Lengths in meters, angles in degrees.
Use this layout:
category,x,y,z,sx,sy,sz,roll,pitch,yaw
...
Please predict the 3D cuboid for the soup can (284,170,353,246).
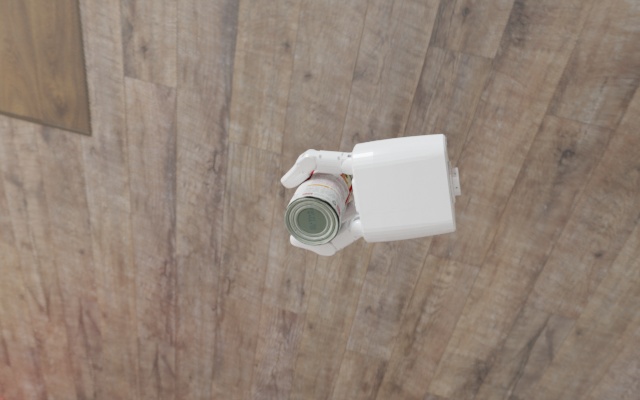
category,x,y,z,sx,sy,sz,roll,pitch,yaw
soup can,0.000,0.002,0.594,0.068,0.068,0.102,0,28,14
